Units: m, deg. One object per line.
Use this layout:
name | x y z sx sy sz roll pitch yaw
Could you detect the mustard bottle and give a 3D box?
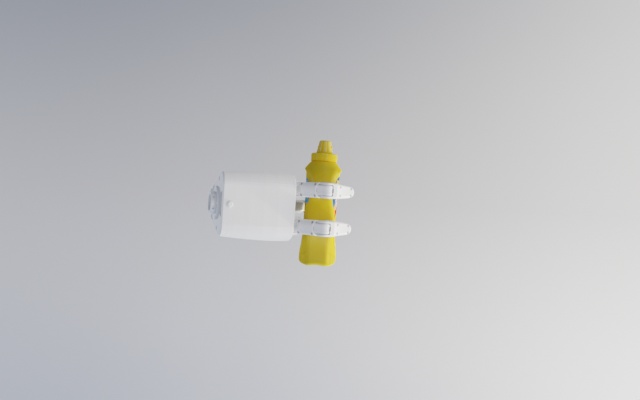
mustard bottle | 0.000 0.003 0.747 0.058 0.191 0.096 4 0 2
